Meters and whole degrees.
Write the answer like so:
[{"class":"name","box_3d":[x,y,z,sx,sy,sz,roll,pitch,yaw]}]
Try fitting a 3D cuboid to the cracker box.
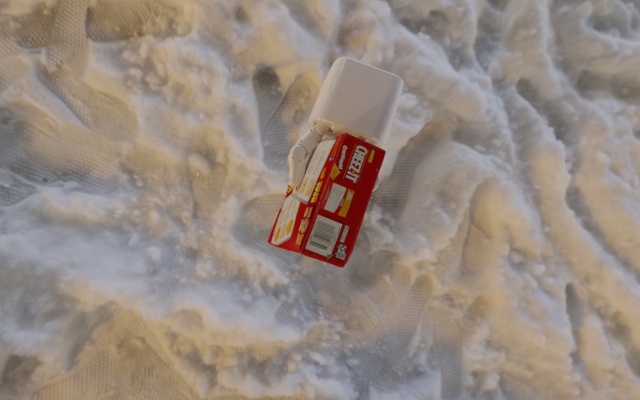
[{"class":"cracker box","box_3d":[0.000,0.002,0.694,0.072,0.164,0.213,22,-7,-15]}]
